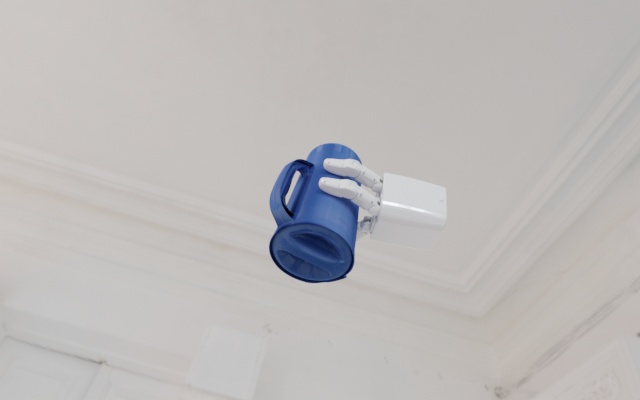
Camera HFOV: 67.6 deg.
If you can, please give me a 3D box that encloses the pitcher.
[{"bbox_3d":[0.000,0.003,0.804,0.145,0.149,0.242,12,42,2],"label":"pitcher"}]
